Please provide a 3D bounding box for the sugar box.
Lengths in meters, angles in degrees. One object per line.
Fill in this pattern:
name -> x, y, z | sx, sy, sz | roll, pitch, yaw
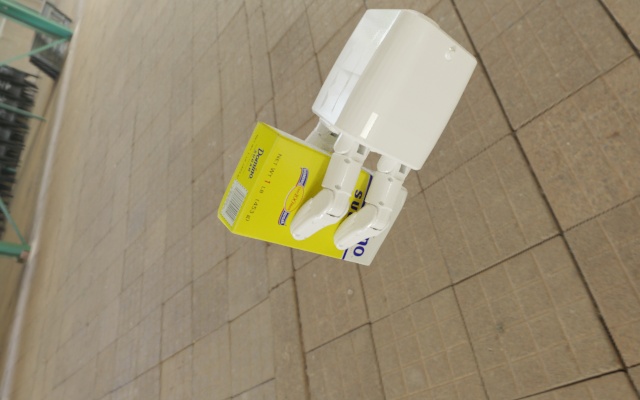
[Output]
sugar box -> 0.000, 0.002, 0.453 | 0.176, 0.093, 0.048 | 19, 14, -38
